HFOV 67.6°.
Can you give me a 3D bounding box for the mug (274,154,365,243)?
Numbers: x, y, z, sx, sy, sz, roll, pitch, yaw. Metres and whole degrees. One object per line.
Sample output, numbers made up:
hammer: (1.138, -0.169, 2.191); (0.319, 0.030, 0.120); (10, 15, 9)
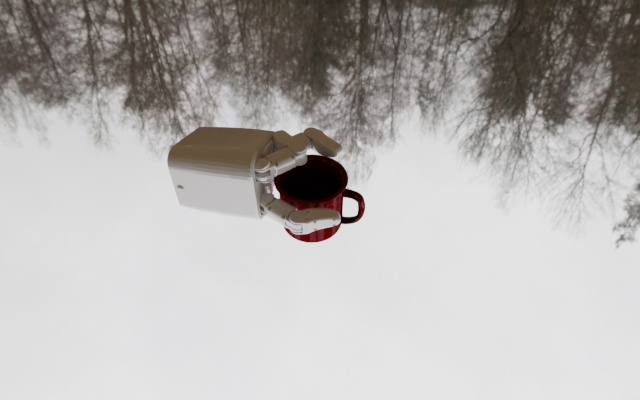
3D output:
mug: (0.002, 0.002, 0.619); (0.117, 0.082, 0.093); (9, 45, 10)
